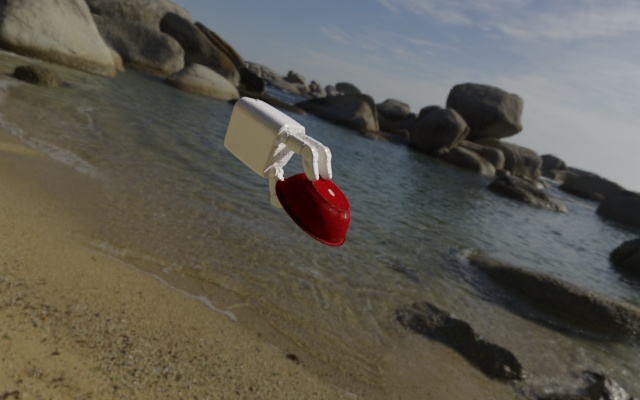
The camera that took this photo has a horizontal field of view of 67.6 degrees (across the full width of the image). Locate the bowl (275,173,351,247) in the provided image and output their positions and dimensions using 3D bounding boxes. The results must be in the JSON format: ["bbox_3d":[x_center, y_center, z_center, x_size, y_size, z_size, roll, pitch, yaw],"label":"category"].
[{"bbox_3d":[0.001,0.003,0.836,0.055,0.162,0.162,-45,-20,21],"label":"bowl"}]
